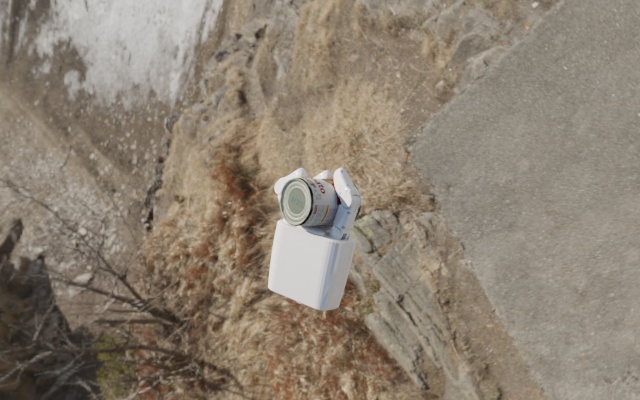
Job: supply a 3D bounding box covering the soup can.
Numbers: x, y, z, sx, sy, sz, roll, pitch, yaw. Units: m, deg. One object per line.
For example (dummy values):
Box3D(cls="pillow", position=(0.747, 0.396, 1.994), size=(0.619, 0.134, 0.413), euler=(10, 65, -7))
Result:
Box3D(cls="soup can", position=(0.000, 0.002, 0.683), size=(0.068, 0.068, 0.102), euler=(0, -1, 45))
